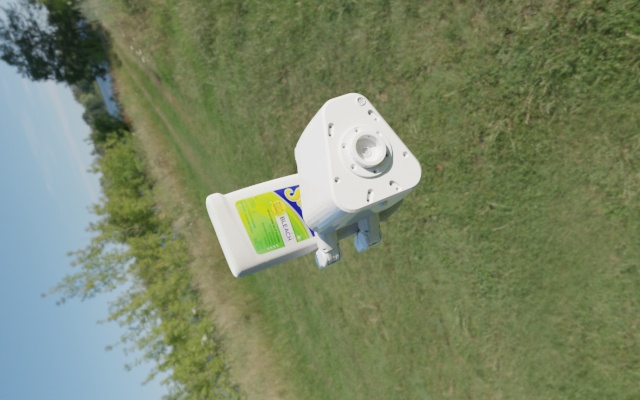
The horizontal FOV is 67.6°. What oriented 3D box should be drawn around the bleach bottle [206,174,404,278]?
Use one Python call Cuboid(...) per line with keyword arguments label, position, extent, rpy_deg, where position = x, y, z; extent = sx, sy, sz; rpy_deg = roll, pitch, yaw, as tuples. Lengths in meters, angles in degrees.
Cuboid(label="bleach bottle", position=(0.000, 0.002, 0.573), extent=(0.251, 0.102, 0.068), rpy_deg=(-21, -4, -18))
